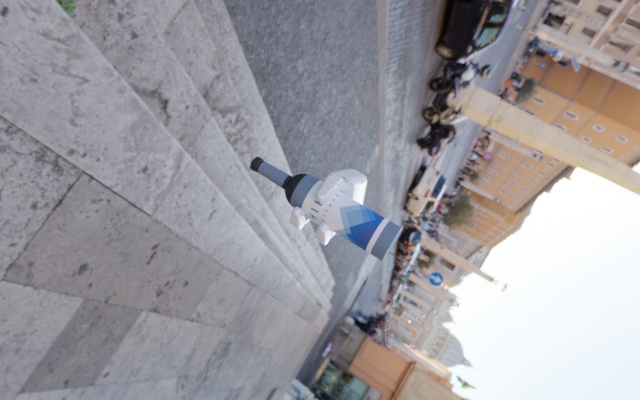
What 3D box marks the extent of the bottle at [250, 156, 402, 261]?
[{"bbox_3d":[0.000,0.003,0.850,0.295,0.069,0.069,31,8,14],"label":"bottle"}]
